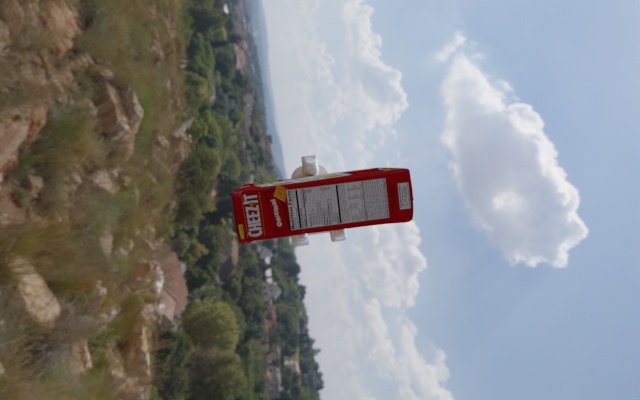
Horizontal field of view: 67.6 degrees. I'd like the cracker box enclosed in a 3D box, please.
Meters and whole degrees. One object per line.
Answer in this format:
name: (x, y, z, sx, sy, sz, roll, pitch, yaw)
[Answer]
cracker box: (0.000, 0.002, 0.637, 0.214, 0.072, 0.164, -8, 5, -3)
